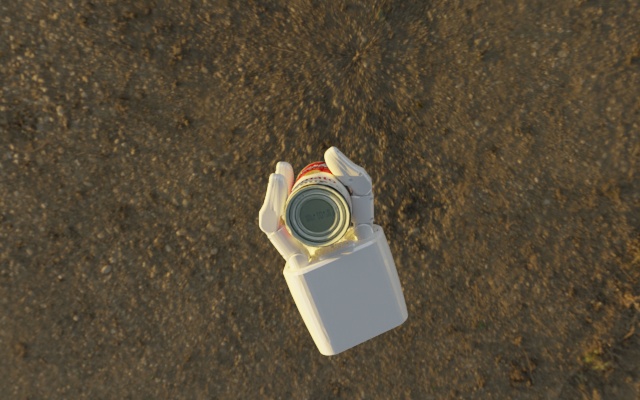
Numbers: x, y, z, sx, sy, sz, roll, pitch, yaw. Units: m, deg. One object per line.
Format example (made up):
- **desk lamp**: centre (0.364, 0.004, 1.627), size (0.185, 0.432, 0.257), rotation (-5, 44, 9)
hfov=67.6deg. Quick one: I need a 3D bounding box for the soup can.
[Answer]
- **soup can**: centre (0.000, 0.001, 0.510), size (0.068, 0.068, 0.102), rotation (0, 17, 4)
